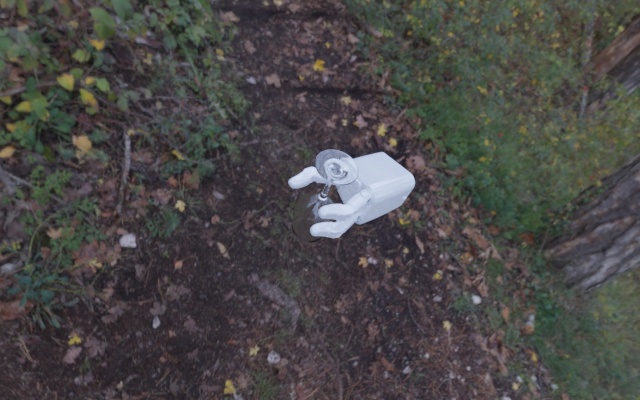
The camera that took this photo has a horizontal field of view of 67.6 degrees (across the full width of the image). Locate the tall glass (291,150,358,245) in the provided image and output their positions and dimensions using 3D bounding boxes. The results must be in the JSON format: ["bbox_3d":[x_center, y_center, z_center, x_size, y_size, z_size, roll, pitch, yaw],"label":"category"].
[{"bbox_3d":[0.000,0.002,0.851,0.079,0.079,0.201,0,-35,-20],"label":"tall glass"}]
